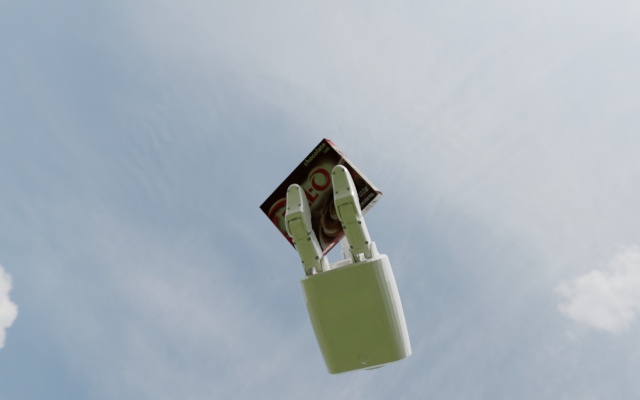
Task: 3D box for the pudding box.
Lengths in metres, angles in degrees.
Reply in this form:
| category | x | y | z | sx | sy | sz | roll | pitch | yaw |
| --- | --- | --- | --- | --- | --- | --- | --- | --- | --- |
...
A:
| category | x | y | z | sx | sy | sz | roll | pitch | yaw |
| --- | --- | --- | --- | --- | --- | --- | --- | --- | --- |
| pudding box | 0.000 | 0.002 | 0.538 | 0.113 | 0.090 | 0.039 | -46 | -16 | 9 |
